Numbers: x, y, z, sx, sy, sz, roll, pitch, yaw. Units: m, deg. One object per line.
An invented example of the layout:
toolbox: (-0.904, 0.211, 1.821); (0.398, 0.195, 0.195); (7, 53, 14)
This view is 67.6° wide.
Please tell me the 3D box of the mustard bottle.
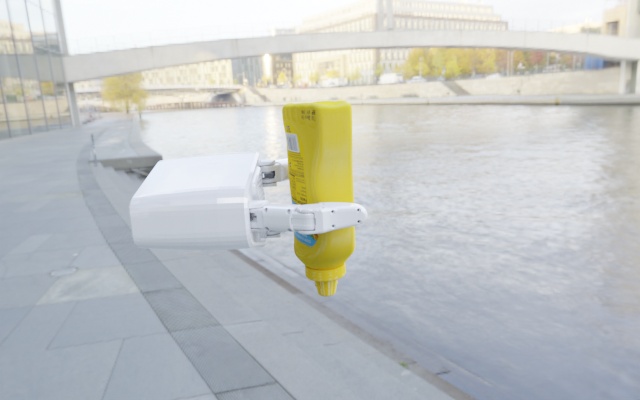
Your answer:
mustard bottle: (0.000, 0.001, 0.465); (0.058, 0.192, 0.096); (-8, 13, -22)
